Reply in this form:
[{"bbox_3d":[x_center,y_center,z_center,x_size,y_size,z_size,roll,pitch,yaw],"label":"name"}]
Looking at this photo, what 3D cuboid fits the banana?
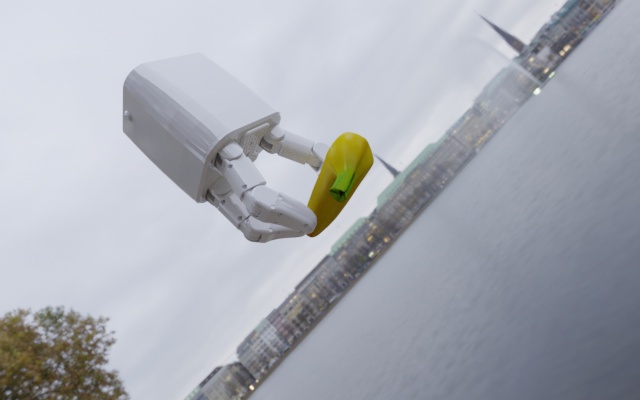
[{"bbox_3d":[0.012,-0.014,0.410,0.037,0.069,0.198,37,-13,4],"label":"banana"}]
